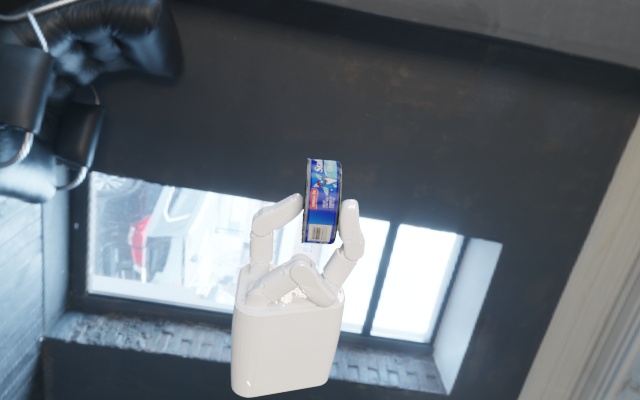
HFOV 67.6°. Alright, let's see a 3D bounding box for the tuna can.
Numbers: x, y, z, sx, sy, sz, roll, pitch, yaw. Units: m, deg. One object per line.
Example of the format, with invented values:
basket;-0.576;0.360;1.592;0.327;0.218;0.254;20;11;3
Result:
tuna can;0.001;0.002;0.480;0.034;0.086;0.086;4;0;-3
